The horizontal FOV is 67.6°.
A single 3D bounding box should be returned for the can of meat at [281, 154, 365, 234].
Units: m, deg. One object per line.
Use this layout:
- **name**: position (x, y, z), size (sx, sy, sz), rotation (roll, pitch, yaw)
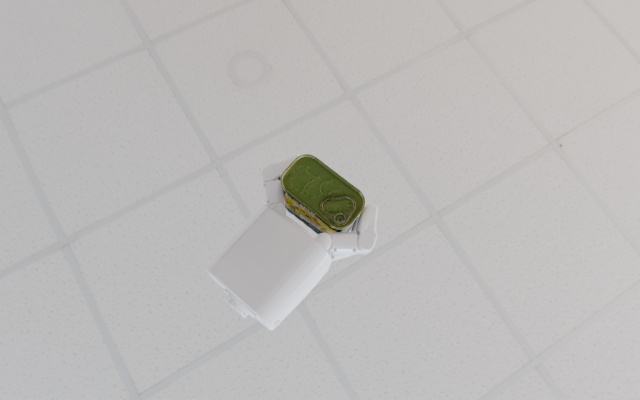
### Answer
- **can of meat**: position (0.000, 0.002, 0.599), size (0.102, 0.057, 0.084), rotation (37, -18, 9)
